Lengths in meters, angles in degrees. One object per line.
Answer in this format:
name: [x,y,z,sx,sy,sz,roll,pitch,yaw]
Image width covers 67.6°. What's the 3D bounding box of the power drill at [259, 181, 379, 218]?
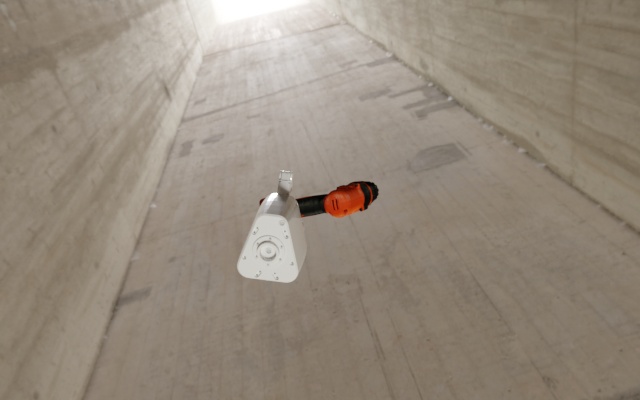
power drill: [0.000,0.003,0.860,0.187,0.057,0.184,-11,2,25]
